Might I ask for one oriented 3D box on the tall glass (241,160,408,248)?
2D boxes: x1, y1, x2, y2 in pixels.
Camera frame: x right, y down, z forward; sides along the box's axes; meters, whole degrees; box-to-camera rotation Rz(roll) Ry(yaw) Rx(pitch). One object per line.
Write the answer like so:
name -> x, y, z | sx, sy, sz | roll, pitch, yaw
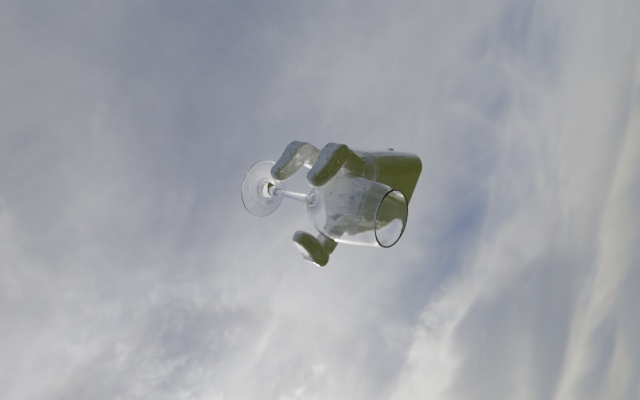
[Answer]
tall glass -> -0.001, 0.002, 0.553 | 0.201, 0.079, 0.079 | 13, 9, 41
